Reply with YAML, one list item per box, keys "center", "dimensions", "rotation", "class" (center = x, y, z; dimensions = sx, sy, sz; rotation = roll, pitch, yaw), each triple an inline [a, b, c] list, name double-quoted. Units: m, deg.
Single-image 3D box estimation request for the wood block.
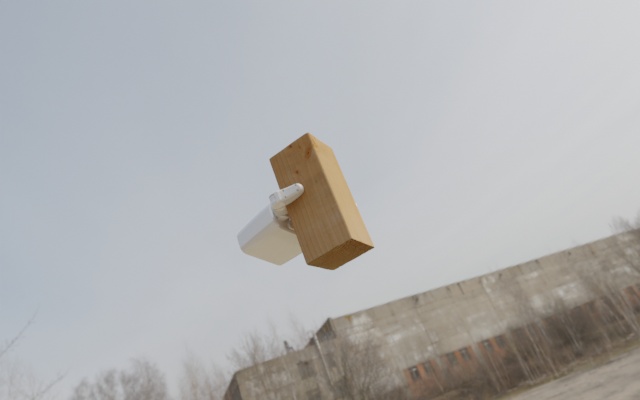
- center: [0.000, 0.003, 0.809]
  dimensions: [0.090, 0.206, 0.091]
  rotation: [-32, -27, 20]
  class: "wood block"
